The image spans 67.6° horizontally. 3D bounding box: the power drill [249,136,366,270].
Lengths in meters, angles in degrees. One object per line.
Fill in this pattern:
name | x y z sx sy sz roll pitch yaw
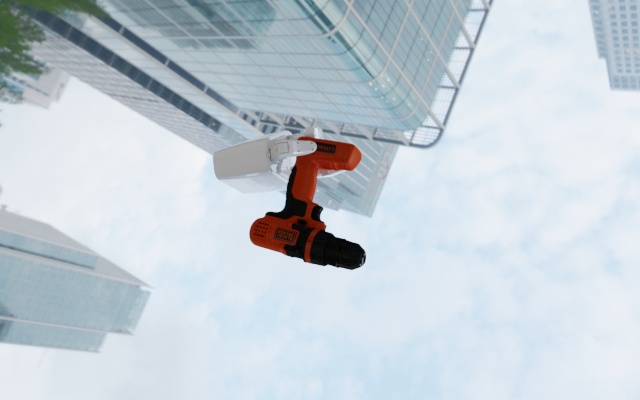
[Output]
power drill | 0.000 0.002 0.717 0.184 0.187 0.057 13 -18 20
